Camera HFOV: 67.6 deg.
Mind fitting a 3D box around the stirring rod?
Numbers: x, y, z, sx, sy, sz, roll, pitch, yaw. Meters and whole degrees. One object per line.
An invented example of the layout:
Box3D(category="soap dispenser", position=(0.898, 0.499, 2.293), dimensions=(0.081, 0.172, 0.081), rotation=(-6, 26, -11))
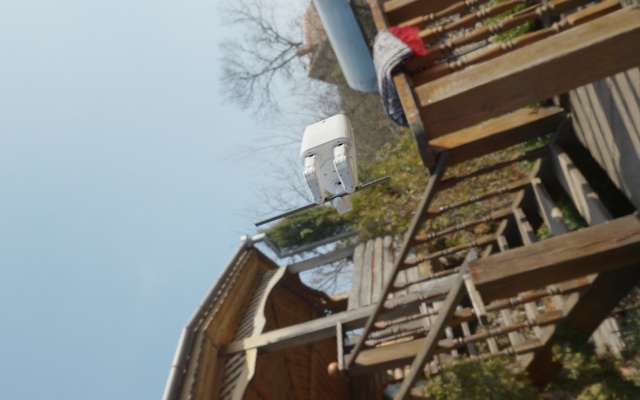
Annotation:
Box3D(category="stirring rod", position=(0.000, 0.003, 0.787), dimensions=(0.239, 0.011, 0.011), rotation=(-19, -5, 13))
